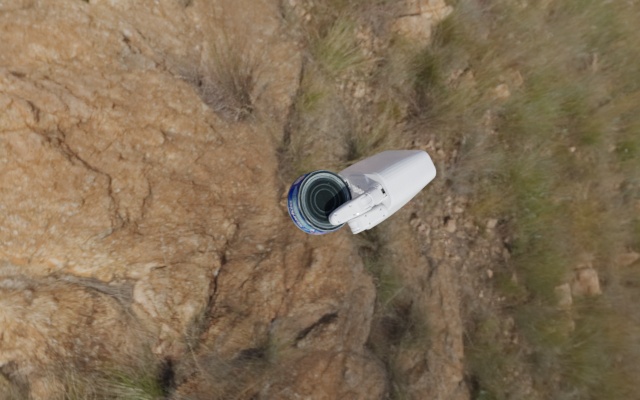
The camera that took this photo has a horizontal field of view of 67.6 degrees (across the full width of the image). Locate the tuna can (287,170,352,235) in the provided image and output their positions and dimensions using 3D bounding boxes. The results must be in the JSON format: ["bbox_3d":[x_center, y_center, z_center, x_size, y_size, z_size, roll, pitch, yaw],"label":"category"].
[{"bbox_3d":[0.000,0.002,0.643,0.086,0.086,0.034,0,-8,-29],"label":"tuna can"}]
